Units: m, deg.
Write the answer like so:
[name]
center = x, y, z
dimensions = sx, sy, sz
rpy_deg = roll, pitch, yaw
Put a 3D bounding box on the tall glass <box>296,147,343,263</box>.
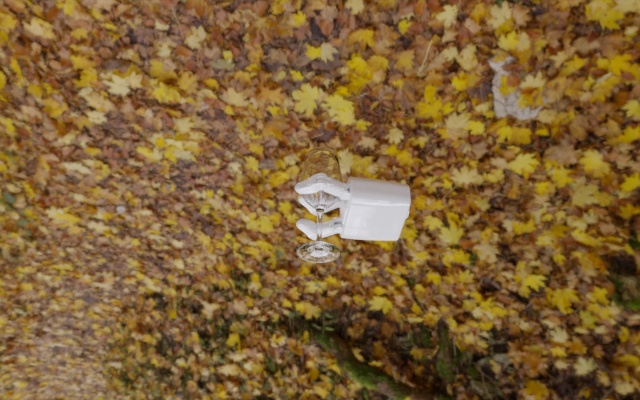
[tall glass]
center = 0.000, 0.003, 0.839
dimensions = 0.079, 0.201, 0.079
rpy_deg = 1, -32, 1
